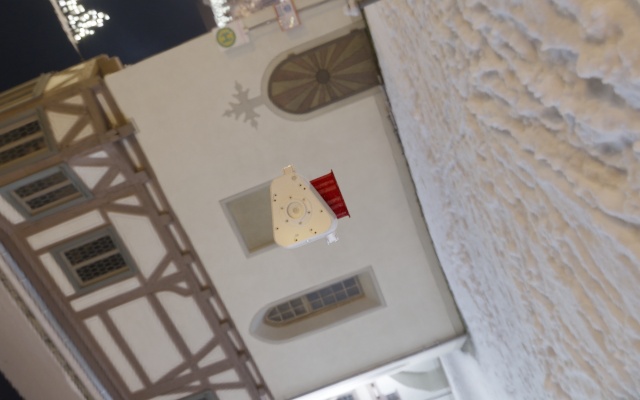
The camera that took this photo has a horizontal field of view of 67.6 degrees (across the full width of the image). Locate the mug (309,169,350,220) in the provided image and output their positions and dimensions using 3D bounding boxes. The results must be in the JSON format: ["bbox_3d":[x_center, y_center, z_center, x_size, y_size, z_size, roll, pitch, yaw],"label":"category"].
[{"bbox_3d":[0.000,0.003,0.863,0.081,0.093,0.117,-21,-5,2],"label":"mug"}]
